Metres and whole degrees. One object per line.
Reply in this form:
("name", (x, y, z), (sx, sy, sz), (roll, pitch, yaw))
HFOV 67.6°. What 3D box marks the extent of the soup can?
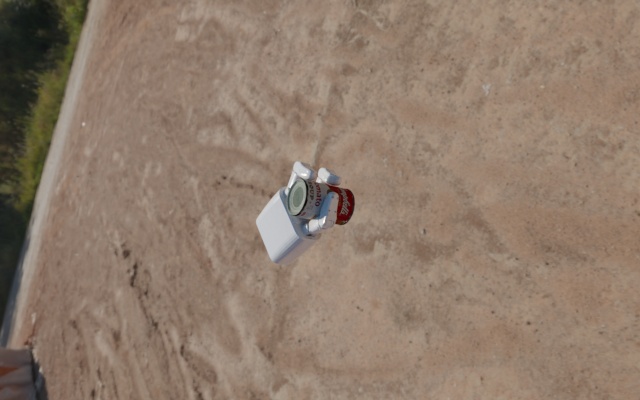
("soup can", (0.000, 0.003, 0.840), (0.102, 0.068, 0.068), (12, -7, -32))
